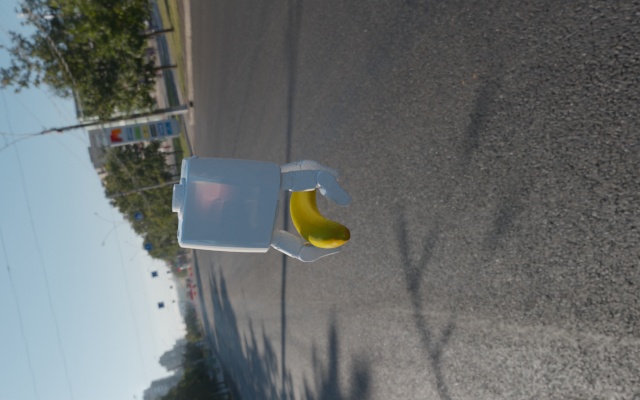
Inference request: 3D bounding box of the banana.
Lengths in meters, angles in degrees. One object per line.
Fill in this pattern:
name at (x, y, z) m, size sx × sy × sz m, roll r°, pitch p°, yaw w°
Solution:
banana at (-0.009, 0.016, 0.629) m, size 0.037 × 0.070 × 0.197 m, roll 20°, pitch 23°, yaw -23°
